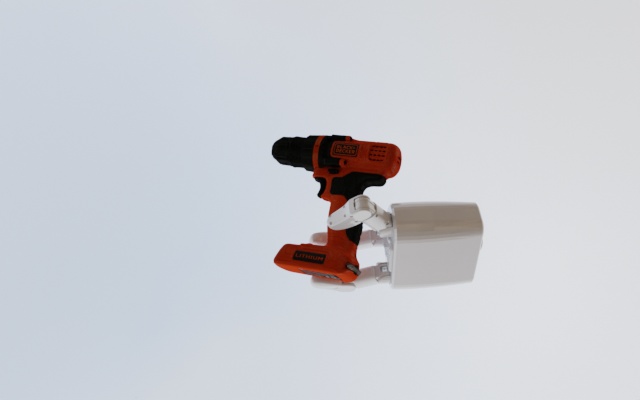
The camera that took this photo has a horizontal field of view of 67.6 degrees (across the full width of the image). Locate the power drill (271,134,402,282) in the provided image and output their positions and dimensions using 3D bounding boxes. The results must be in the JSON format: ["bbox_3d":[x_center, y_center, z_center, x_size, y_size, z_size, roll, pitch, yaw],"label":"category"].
[{"bbox_3d":[0.000,0.003,0.618,0.184,0.187,0.057,7,-16,25],"label":"power drill"}]
